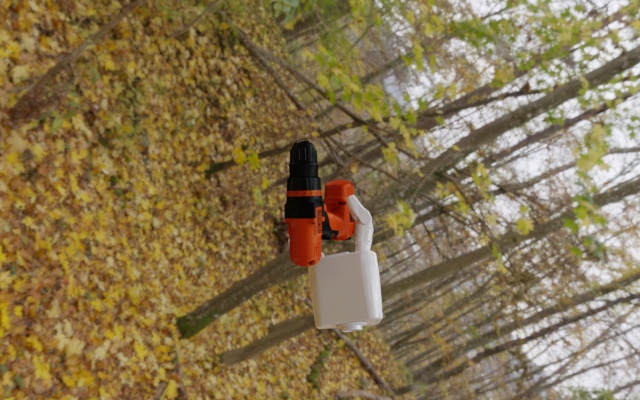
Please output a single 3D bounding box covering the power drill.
[{"bbox_3d":[0.000,0.003,0.761,0.057,0.184,0.187,1,1,23],"label":"power drill"}]
